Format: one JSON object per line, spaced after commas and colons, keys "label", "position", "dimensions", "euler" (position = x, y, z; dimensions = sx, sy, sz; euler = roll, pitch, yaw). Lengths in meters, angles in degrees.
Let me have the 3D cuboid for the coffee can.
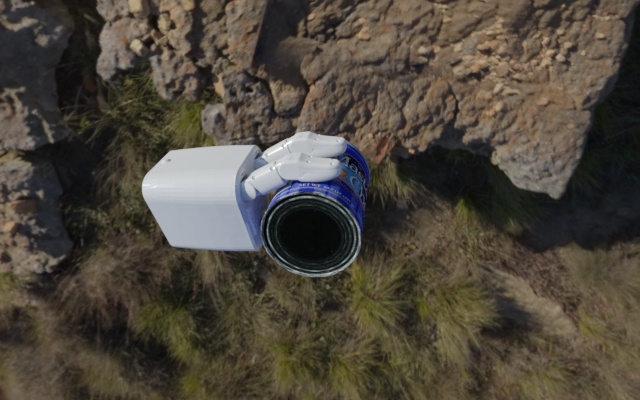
{"label": "coffee can", "position": [0.000, 0.002, 0.533], "dimensions": [0.103, 0.103, 0.140], "euler": [0, 30, 10]}
